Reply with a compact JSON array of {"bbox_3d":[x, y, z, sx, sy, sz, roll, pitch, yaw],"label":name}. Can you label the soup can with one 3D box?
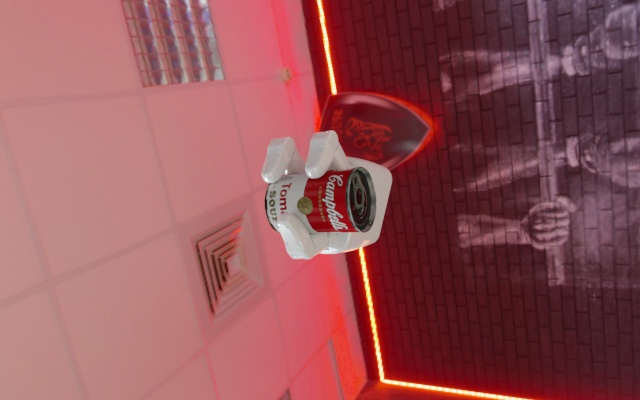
[{"bbox_3d":[0.000,0.002,0.512,0.102,0.068,0.068,-3,-2,29],"label":"soup can"}]
